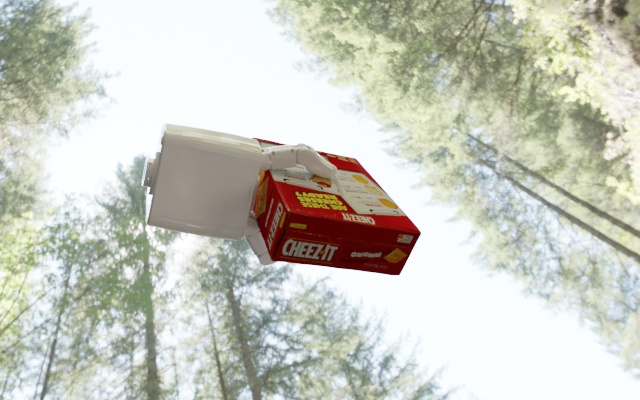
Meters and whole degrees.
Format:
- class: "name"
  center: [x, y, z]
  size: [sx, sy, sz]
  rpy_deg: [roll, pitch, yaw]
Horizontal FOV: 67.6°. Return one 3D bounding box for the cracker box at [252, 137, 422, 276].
- class: "cracker box"
  center: [0.000, 0.002, 0.600]
  size: [0.164, 0.072, 0.213]
  rpy_deg: [10, 25, -23]
